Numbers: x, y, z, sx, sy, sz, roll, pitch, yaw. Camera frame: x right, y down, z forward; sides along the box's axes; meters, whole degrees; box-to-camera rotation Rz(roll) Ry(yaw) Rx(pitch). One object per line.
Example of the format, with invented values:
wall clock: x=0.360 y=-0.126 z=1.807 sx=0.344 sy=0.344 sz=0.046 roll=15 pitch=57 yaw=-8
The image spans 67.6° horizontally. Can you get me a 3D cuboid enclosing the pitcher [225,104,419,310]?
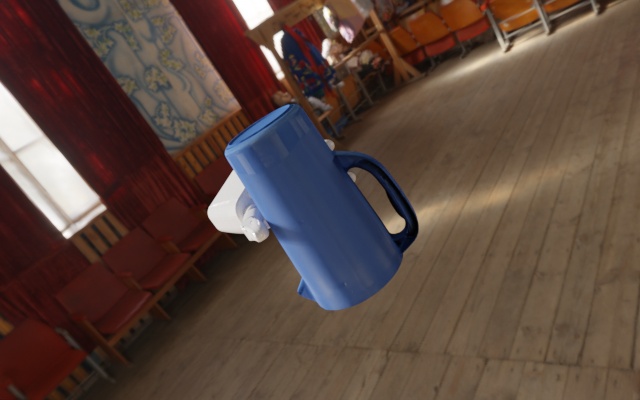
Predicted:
pitcher: x=0.000 y=0.002 z=0.597 sx=0.149 sy=0.243 sz=0.145 roll=-44 pitch=21 yaw=-29
